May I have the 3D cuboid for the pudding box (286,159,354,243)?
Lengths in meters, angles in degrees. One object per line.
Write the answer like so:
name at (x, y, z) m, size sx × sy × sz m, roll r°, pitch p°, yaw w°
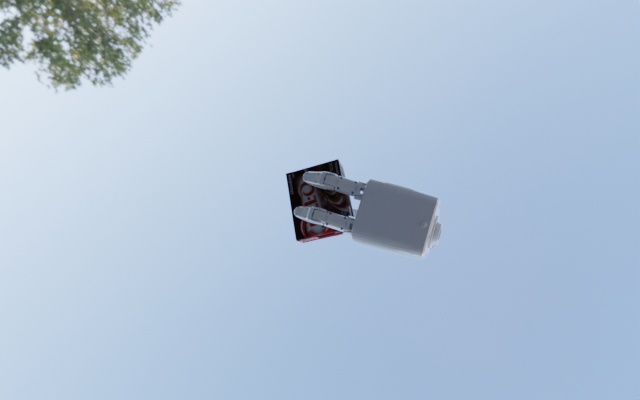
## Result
pudding box at (0.000, 0.002, 0.742) m, size 0.090 × 0.113 × 0.039 m, roll -14°, pitch -18°, yaw 15°
